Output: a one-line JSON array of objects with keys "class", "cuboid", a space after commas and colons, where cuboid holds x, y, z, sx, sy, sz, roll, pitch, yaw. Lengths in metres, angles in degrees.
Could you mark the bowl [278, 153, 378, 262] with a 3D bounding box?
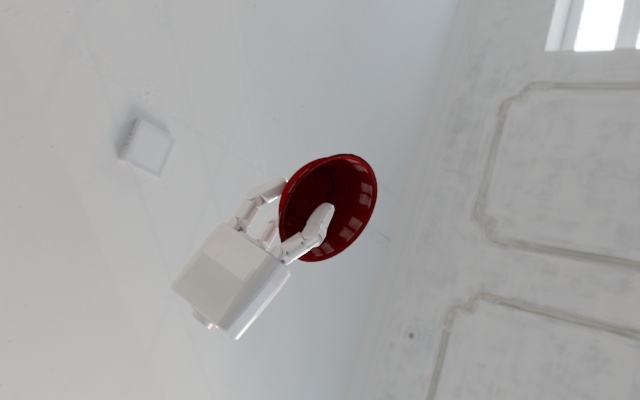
[{"class": "bowl", "cuboid": [0.001, 0.001, 0.655, 0.162, 0.162, 0.055, 0, 26, -38]}]
